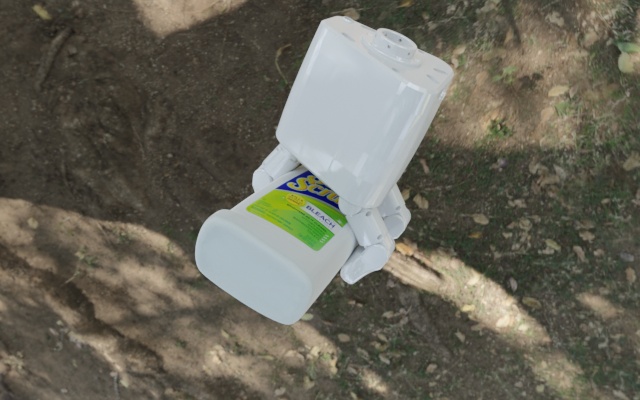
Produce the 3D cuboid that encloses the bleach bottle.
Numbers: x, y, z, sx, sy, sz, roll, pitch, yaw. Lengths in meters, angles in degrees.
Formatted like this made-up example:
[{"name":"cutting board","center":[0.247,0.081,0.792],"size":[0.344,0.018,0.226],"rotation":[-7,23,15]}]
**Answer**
[{"name":"bleach bottle","center":[0.000,0.002,0.449],"size":[0.102,0.068,0.250],"rotation":[31,35,9]}]
